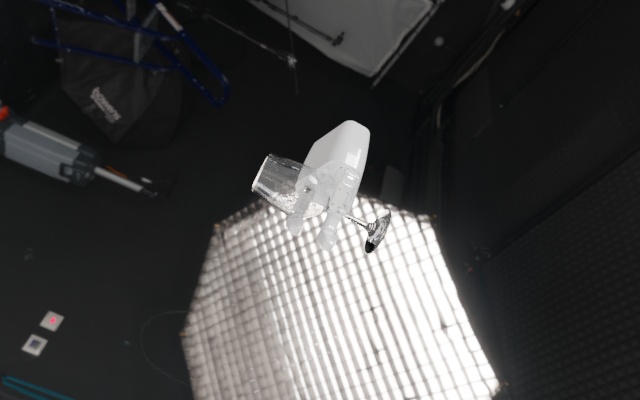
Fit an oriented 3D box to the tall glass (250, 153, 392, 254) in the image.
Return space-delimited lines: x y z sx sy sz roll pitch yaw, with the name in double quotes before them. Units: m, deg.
"tall glass" 0.001 0.003 0.704 0.201 0.079 0.079 27 -5 -10
